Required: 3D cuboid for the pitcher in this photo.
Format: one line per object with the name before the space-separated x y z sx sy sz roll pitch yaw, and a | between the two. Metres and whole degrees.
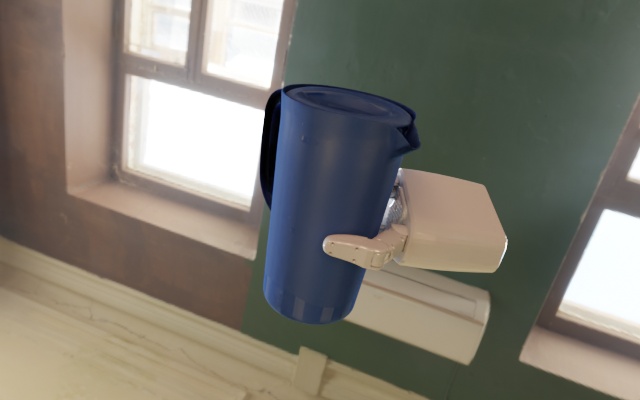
pitcher | 0.000 0.002 0.513 0.145 0.243 0.149 8 24 -9
